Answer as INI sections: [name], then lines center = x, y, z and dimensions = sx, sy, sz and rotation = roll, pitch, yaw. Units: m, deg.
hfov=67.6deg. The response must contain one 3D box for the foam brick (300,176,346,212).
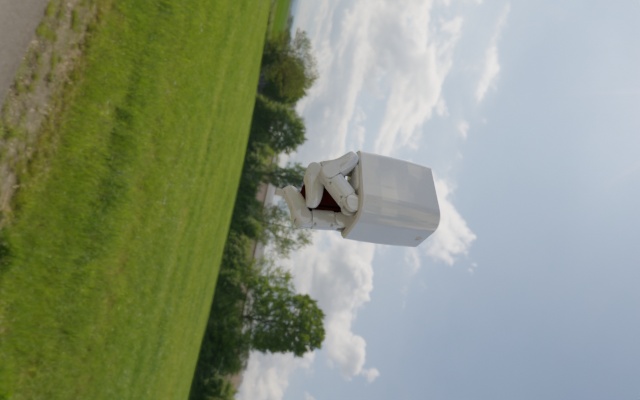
[foam brick]
center = 0.000, 0.002, 0.663
dimensions = 0.051, 0.053, 0.078
rotation = 7, -26, -11
